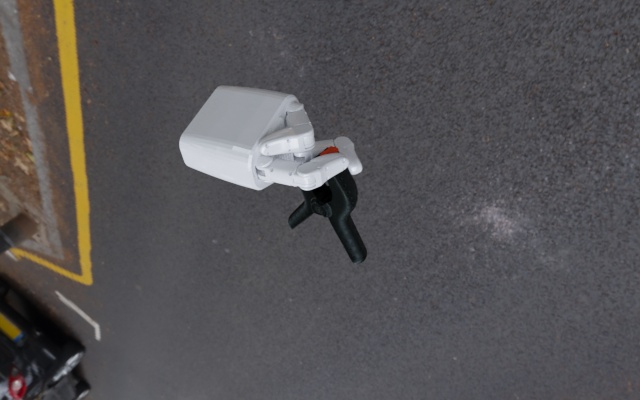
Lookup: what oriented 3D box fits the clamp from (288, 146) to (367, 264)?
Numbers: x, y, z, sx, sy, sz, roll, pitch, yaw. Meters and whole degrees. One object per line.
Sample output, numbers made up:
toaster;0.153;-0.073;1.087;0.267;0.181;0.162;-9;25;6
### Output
clamp;0.000;0.002;0.595;0.120;0.172;0.039;16;46;25
